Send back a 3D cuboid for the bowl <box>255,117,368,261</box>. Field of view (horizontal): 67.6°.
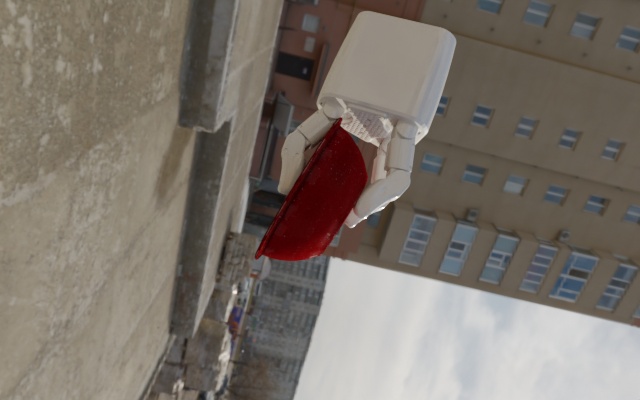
[{"bbox_3d":[0.000,0.003,0.469,0.055,0.162,0.162,32,0,0],"label":"bowl"}]
